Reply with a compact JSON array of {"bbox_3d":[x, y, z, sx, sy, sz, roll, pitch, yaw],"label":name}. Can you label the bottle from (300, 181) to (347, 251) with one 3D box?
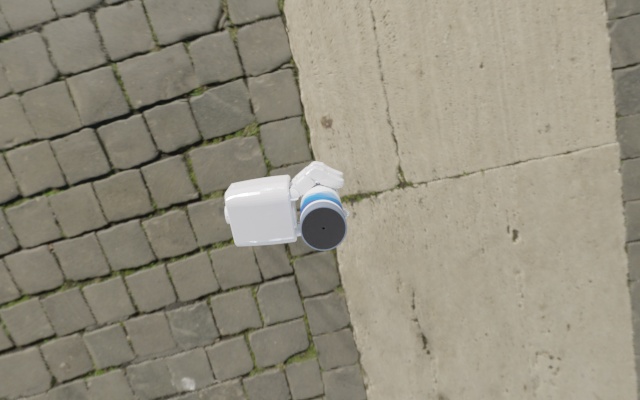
[{"bbox_3d":[0.000,0.003,0.808,0.069,0.069,0.295,0,14,-2],"label":"bottle"}]
